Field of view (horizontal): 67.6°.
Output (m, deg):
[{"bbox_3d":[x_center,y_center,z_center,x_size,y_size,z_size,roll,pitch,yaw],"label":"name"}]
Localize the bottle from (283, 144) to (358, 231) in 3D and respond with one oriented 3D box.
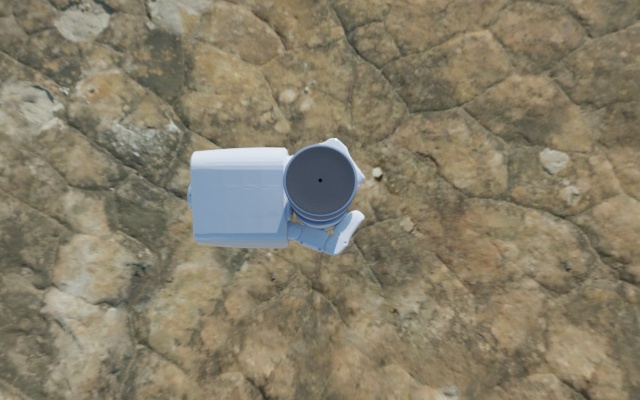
[{"bbox_3d":[0.000,0.002,0.568,0.069,0.069,0.296,0,-8,0],"label":"bottle"}]
